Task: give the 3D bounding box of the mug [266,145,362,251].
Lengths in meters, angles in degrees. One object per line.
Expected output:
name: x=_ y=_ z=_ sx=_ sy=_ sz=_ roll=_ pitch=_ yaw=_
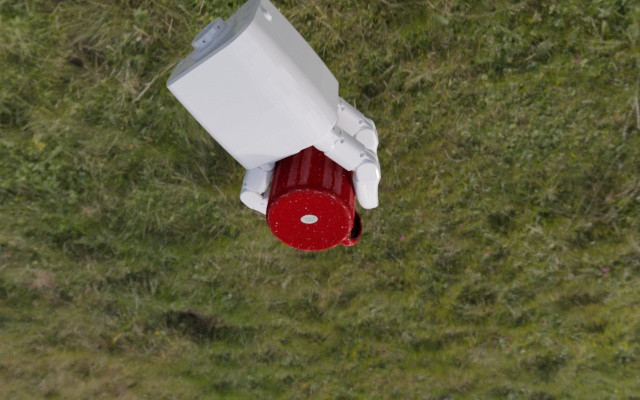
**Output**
mug: x=0.001 y=0.003 z=0.468 sx=0.093 sy=0.081 sz=0.117 roll=-29 pitch=-58 yaw=27
